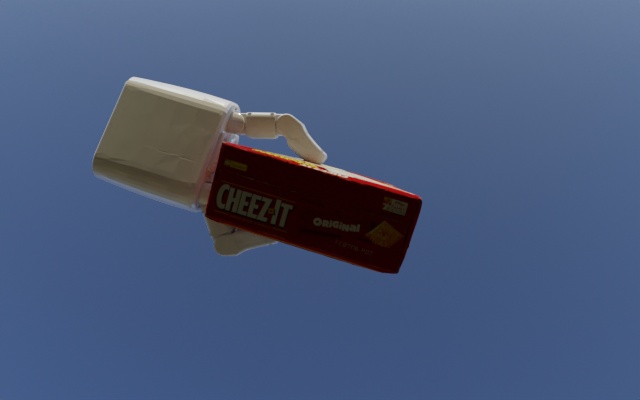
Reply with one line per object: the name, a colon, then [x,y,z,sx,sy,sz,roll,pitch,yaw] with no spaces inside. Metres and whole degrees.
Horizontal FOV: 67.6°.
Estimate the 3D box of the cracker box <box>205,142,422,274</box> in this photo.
cracker box: [0.000,0.001,0.474,0.164,0.072,0.213,16,5,4]
